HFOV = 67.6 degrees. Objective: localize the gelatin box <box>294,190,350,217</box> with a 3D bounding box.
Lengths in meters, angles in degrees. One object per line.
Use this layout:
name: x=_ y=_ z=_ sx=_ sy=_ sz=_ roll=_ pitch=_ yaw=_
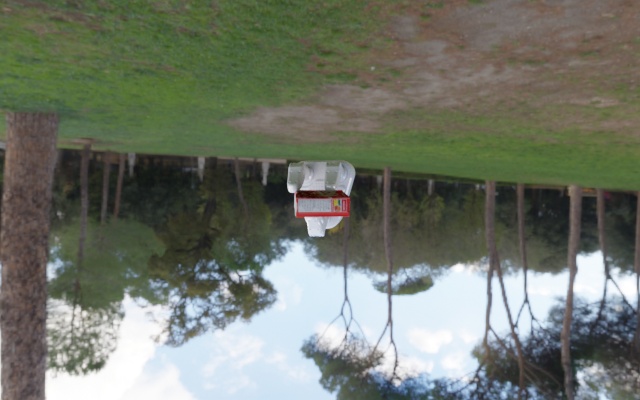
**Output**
gelatin box: x=0.000 y=0.003 z=0.673 sx=0.073 sy=0.030 sz=0.089 roll=0 pitch=8 yaw=-4
